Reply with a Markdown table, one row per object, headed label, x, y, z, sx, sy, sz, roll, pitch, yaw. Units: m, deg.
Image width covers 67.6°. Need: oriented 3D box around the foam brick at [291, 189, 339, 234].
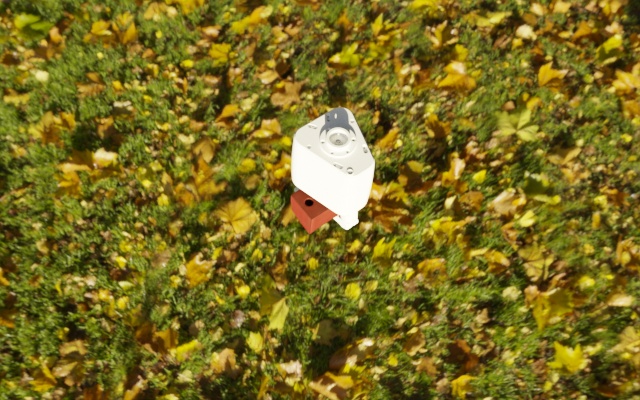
| label | x | y | z | sx | sy | sz | roll | pitch | yaw |
| --- | --- | --- | --- | --- | --- | --- | --- | --- | --- |
| foam brick | 0.000 | 0.003 | 0.724 | 0.078 | 0.053 | 0.051 | -33 | -21 | -17 |
